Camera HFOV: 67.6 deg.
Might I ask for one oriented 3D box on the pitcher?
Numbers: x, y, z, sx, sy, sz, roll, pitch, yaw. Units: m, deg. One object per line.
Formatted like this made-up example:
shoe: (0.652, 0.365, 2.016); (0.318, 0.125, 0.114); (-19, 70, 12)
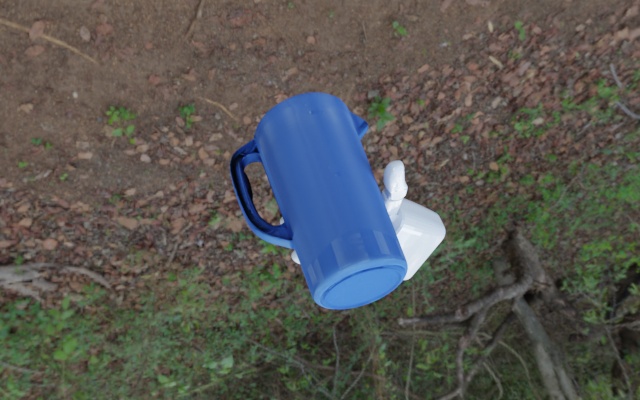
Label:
pitcher: (0.000, 0.002, 0.567); (0.145, 0.242, 0.149); (19, -49, -44)
